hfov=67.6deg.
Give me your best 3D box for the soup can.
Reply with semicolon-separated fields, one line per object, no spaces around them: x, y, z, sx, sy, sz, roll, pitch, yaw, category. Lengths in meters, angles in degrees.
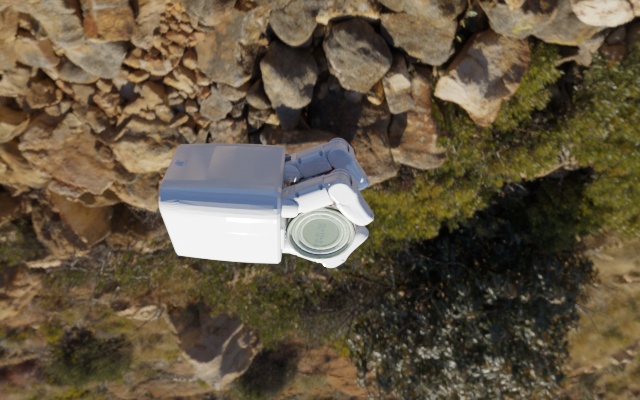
0.001;0.002;0.487;0.068;0.069;0.102;0;38;0;soup can
